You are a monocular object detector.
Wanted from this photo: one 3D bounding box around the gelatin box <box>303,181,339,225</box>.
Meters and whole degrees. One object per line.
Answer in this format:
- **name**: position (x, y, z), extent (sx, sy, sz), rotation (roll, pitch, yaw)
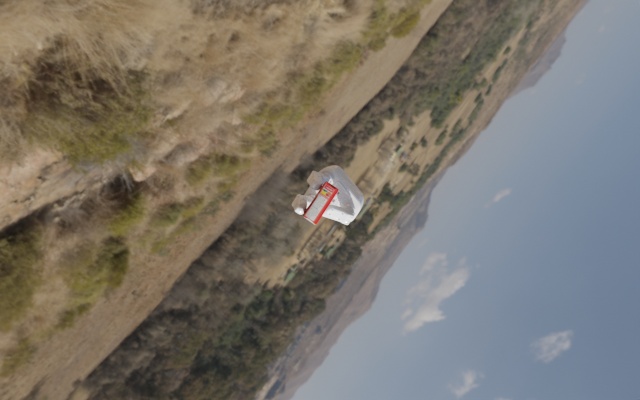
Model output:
- **gelatin box**: position (0.001, 0.003, 0.852), extent (0.030, 0.073, 0.089), rotation (34, 1, -2)
